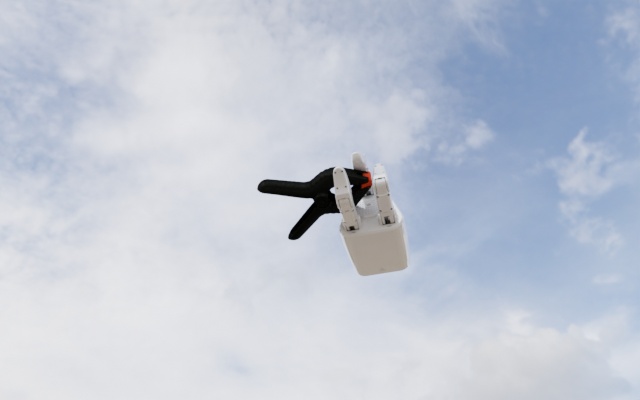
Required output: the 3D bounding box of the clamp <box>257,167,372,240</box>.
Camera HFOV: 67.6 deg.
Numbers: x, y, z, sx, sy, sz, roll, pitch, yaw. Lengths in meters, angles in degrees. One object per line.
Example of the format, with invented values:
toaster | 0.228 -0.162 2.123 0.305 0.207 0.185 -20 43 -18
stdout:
clamp | 0.000 0.002 0.739 0.171 0.120 0.039 -11 42 10
